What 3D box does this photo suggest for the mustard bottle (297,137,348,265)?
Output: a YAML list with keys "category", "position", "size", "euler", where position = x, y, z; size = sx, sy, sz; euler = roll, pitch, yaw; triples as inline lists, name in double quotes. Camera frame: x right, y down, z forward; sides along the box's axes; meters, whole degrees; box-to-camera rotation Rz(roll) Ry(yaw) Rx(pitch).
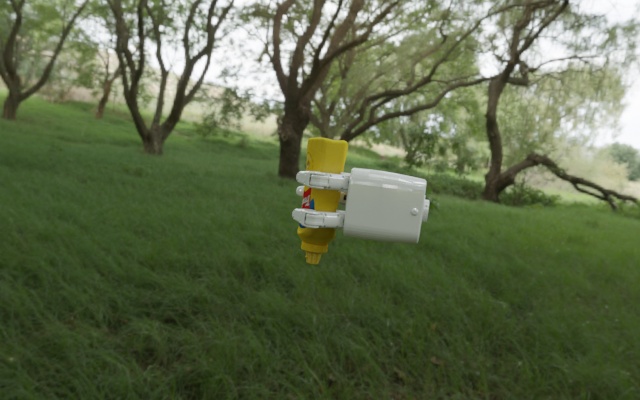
- category: "mustard bottle"
  position: [0.000, 0.002, 0.728]
  size: [0.058, 0.191, 0.096]
  euler: [5, 5, -16]
